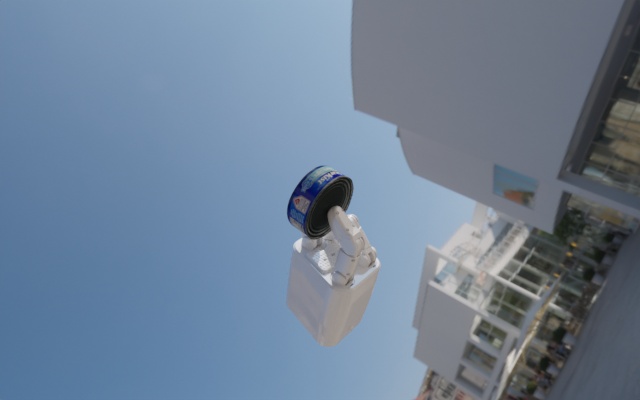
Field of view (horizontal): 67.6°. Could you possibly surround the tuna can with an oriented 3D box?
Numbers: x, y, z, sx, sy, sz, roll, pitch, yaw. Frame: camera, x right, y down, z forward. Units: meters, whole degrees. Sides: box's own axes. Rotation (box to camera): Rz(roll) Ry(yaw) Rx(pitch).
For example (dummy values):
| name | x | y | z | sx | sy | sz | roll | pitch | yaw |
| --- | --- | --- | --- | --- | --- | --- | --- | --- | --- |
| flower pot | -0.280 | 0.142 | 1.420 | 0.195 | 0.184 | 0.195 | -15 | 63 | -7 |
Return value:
| name | x | y | z | sx | sy | sz | roll | pitch | yaw |
| --- | --- | --- | --- | --- | --- | --- | --- | --- | --- |
| tuna can | 0.000 | 0.002 | 0.571 | 0.033 | 0.086 | 0.086 | 33 | 16 | 27 |
